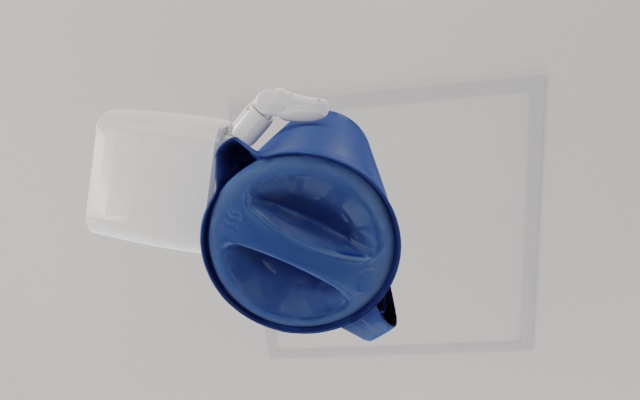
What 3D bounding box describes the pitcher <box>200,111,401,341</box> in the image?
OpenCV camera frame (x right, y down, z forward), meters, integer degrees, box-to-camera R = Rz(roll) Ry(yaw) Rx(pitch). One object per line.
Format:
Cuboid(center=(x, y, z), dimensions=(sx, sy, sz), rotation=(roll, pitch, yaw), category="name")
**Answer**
Cuboid(center=(0.000, 0.001, 0.422), dimensions=(0.145, 0.149, 0.242), rotation=(7, 21, 2), category="pitcher")
